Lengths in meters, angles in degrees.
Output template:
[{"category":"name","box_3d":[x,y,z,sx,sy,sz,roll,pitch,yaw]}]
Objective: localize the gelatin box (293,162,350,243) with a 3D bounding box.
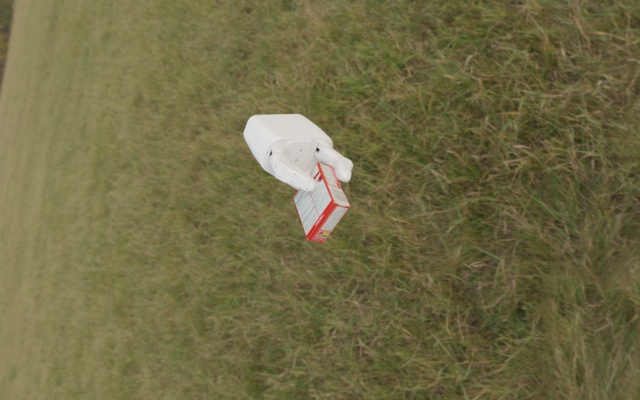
[{"category":"gelatin box","box_3d":[0.000,0.002,0.665,0.030,0.073,0.089,15,35,-31]}]
